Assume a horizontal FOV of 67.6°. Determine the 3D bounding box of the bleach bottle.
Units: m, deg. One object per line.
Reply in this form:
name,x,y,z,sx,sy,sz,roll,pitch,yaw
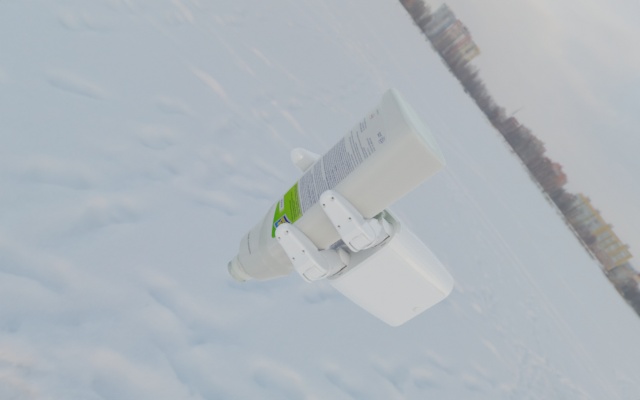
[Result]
bleach bottle,0.000,0.002,0.486,0.251,0.102,0.068,-38,-60,21
